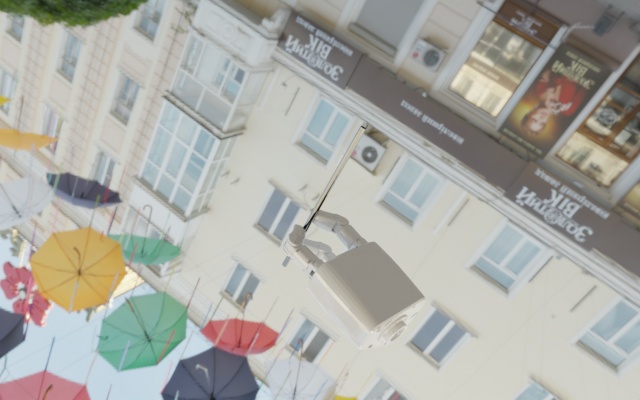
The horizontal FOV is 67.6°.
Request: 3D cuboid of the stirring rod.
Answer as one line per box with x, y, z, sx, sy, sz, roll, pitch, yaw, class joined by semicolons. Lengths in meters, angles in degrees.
0.000;0.002;0.650;0.011;0.240;0.011;23;27;-13;stirring rod
